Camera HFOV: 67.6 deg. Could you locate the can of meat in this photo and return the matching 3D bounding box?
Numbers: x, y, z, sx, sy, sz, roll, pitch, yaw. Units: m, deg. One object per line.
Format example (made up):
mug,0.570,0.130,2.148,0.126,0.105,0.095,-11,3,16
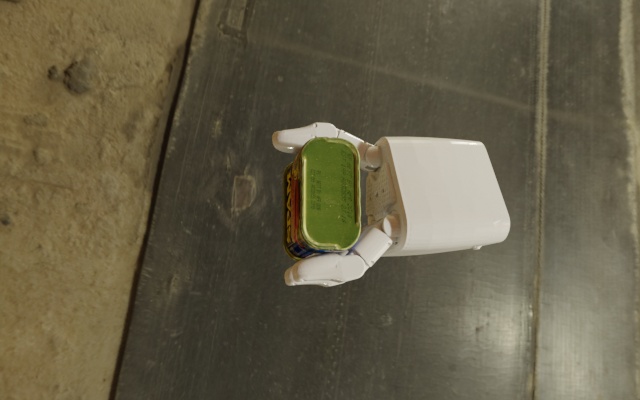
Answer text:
can of meat,0.000,0.001,0.432,0.057,0.102,0.084,2,-12,-13
